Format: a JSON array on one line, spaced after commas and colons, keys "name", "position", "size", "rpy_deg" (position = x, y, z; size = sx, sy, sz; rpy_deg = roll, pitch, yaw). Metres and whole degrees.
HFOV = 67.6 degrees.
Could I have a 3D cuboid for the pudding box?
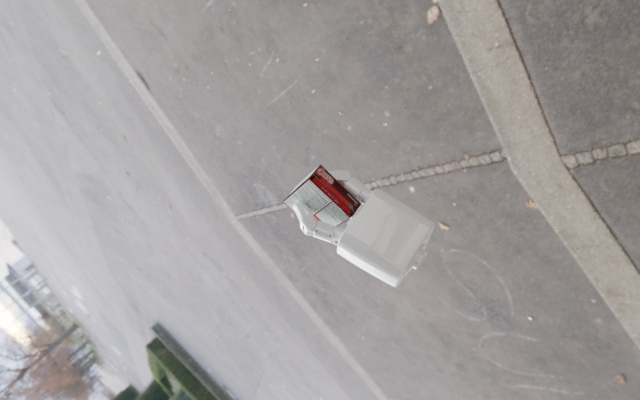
[{"name": "pudding box", "position": [0.000, 0.003, 0.763], "size": [0.039, 0.090, 0.113], "rpy_deg": [-49, 7, -33]}]
